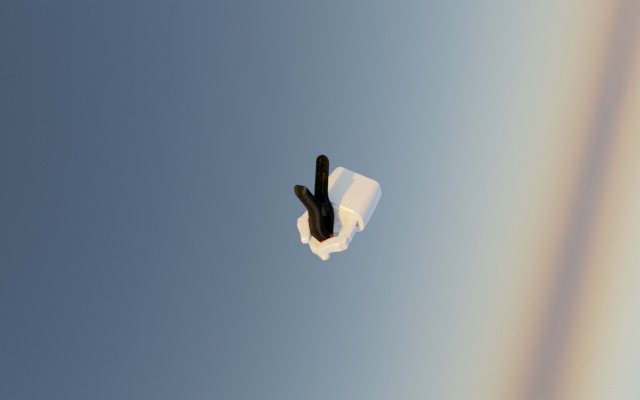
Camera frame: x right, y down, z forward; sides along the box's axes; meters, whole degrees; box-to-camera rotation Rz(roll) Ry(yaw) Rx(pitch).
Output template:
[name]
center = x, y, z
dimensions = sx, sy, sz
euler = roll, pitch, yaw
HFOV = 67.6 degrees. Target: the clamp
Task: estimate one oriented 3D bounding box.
[clamp]
center = 0.001, 0.003, 0.895
dimensions = 0.039, 0.172, 0.120
euler = 11, 47, 27
